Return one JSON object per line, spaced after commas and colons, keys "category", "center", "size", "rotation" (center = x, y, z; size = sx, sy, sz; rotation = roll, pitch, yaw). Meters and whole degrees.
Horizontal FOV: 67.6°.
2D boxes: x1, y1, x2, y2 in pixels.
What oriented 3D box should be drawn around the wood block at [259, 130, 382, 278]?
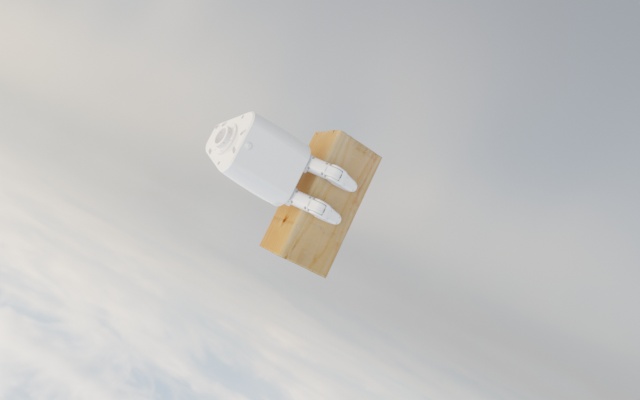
{"category": "wood block", "center": [0.000, 0.002, 0.749], "size": [0.090, 0.206, 0.091], "rotation": [29, -8, -26]}
